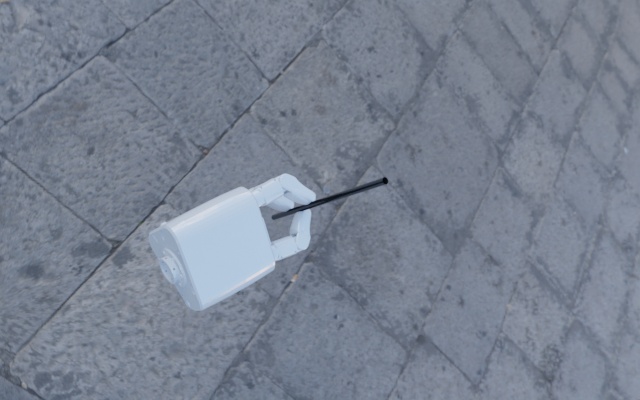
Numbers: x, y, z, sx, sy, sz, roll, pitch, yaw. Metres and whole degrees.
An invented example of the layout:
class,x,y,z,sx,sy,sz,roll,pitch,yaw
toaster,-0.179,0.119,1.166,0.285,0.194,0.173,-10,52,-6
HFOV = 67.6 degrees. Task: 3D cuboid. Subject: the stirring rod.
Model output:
class,x,y,z,sx,sy,sz,roll,pitch,yaw
stirring rod,0.000,0.002,0.596,0.011,0.011,0.239,0,-11,-35
